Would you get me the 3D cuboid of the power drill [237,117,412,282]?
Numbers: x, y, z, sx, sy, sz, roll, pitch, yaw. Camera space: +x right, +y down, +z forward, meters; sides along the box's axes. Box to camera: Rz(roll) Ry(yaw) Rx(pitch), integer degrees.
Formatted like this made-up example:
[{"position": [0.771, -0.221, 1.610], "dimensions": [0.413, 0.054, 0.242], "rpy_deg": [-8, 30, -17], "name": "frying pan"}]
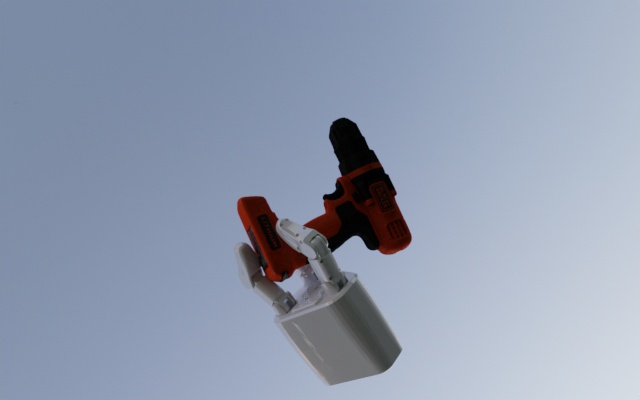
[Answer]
[{"position": [0.000, 0.002, 0.574], "dimensions": [0.187, 0.184, 0.057], "rpy_deg": [-21, -12, -18], "name": "power drill"}]
